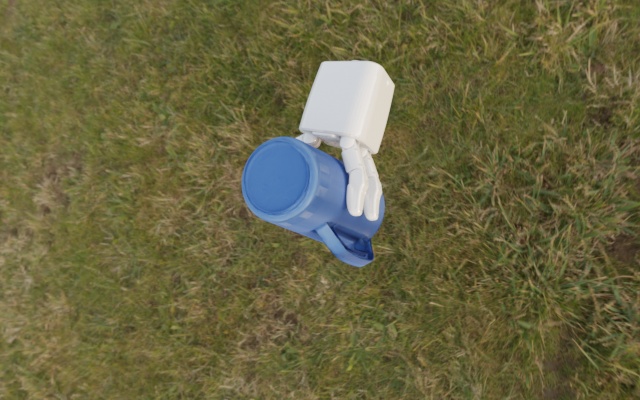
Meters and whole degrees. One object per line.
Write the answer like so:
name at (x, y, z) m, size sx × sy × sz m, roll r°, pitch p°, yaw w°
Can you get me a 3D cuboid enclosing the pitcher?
pitcher at (0.000, 0.002, 0.678) m, size 0.149 × 0.145 × 0.243 m, roll 17°, pitch -2°, yaw 26°
